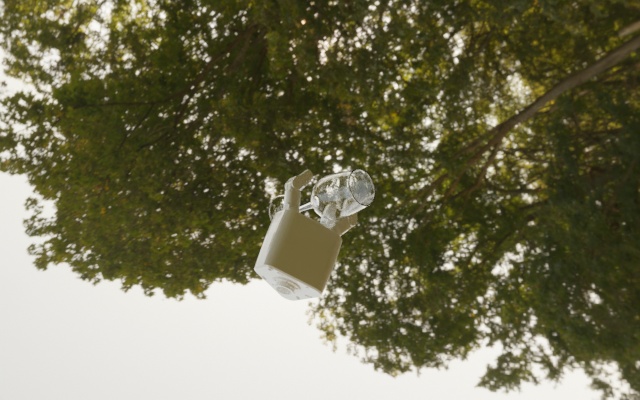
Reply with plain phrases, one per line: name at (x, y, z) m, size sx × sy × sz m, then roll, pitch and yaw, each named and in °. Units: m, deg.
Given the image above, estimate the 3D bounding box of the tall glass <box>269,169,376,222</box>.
tall glass at (0.000, 0.003, 0.823) m, size 0.079 × 0.079 × 0.201 m, roll 0°, pitch -14°, yaw -43°
